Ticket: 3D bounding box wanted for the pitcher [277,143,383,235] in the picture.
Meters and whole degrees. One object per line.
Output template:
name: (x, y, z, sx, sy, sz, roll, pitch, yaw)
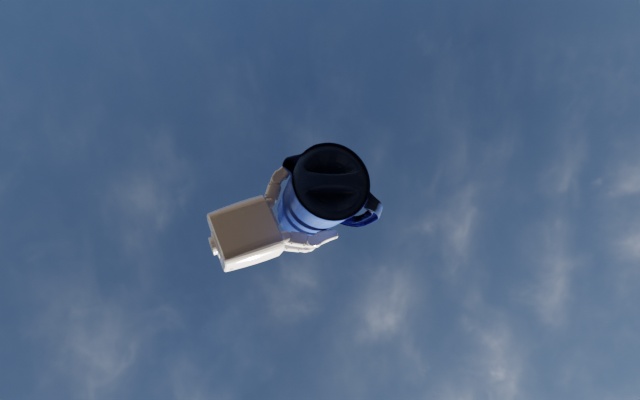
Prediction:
pitcher: (0.000, 0.003, 0.879, 0.145, 0.149, 0.243, -20, -9, -18)
